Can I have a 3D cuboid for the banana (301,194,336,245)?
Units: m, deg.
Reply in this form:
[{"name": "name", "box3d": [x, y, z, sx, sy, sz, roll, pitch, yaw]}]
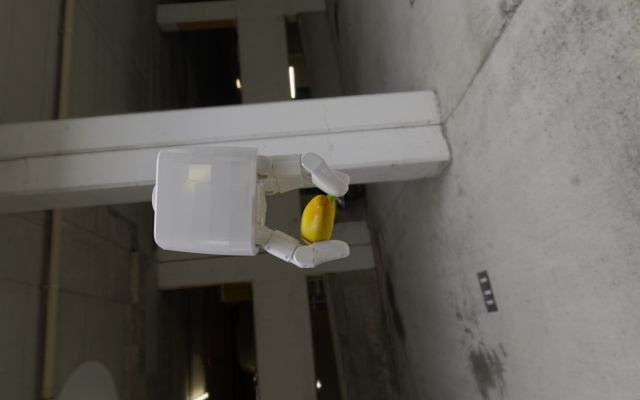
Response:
[{"name": "banana", "box3d": [-0.002, 0.020, 0.560, 0.037, 0.069, 0.198, 9, 6, 2]}]
